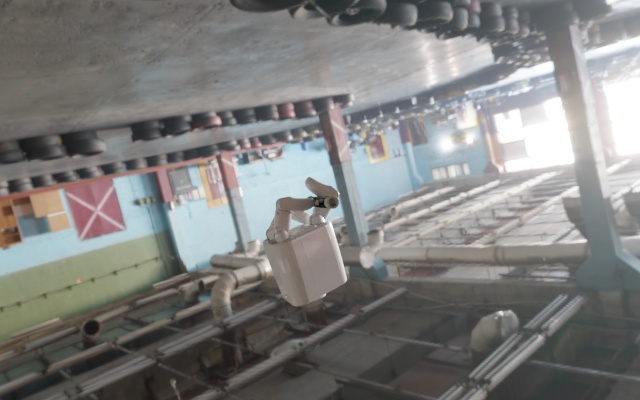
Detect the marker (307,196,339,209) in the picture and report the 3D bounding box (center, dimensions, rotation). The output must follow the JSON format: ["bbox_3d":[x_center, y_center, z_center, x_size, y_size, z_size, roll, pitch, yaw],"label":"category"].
[{"bbox_3d":[0.000,0.002,0.746,0.020,0.020,0.121,0,0,-18],"label":"marker"}]
